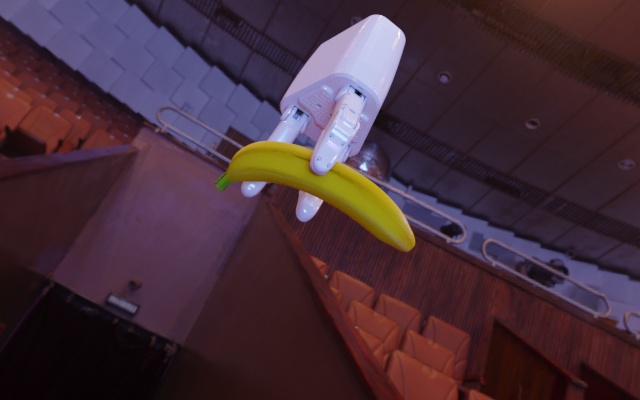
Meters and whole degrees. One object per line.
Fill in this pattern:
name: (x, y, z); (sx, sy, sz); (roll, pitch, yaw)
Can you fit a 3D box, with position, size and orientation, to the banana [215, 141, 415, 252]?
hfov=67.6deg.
banana: (-0.001, -0.011, 0.434); (0.198, 0.037, 0.070); (20, -39, 7)
